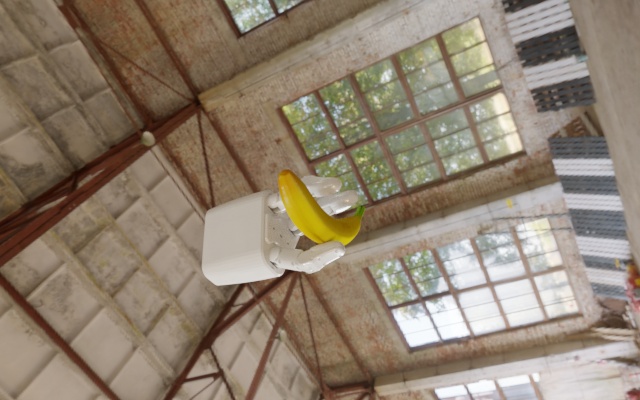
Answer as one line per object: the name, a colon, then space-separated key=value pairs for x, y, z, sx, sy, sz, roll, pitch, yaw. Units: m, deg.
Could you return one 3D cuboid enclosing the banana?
banana: x=0.002 y=0.021 z=0.595 sx=0.037 sy=0.069 sz=0.198 roll=-9 pitch=-18 yaw=28
